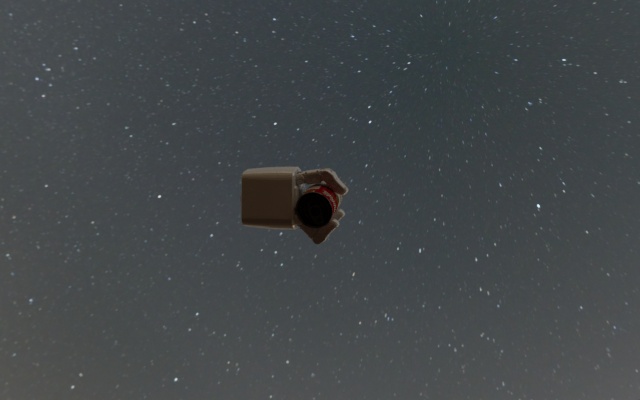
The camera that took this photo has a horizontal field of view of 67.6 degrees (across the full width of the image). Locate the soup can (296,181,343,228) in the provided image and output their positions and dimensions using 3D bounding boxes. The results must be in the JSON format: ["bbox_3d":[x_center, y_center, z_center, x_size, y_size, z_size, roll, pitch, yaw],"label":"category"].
[{"bbox_3d":[0.001,0.003,0.887,0.068,0.068,0.102,0,17,14],"label":"soup can"}]
